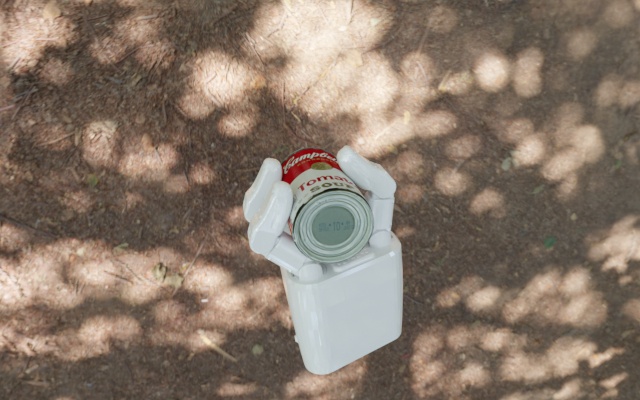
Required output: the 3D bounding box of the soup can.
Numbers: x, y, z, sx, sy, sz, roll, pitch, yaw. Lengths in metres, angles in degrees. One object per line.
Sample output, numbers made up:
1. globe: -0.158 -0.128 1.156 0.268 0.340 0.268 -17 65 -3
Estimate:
1. soup can: 0.000 0.001 0.417 0.068 0.068 0.102 0 24 -13
